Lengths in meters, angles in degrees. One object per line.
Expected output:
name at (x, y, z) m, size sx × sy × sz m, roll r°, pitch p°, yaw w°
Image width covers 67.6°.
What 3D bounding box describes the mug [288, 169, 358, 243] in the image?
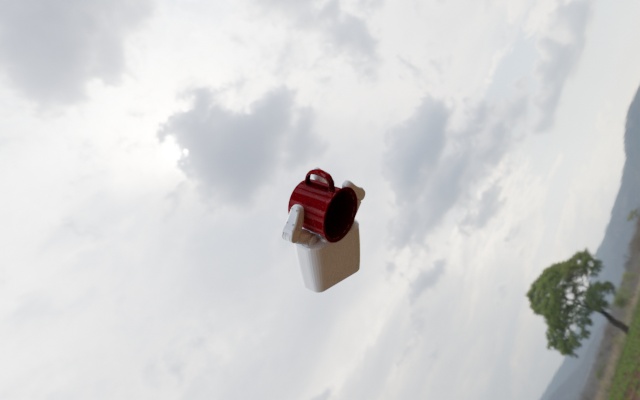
mug at (0.000, 0.001, 0.772) m, size 0.081 × 0.117 × 0.093 m, roll 19°, pitch 42°, yaw 34°
